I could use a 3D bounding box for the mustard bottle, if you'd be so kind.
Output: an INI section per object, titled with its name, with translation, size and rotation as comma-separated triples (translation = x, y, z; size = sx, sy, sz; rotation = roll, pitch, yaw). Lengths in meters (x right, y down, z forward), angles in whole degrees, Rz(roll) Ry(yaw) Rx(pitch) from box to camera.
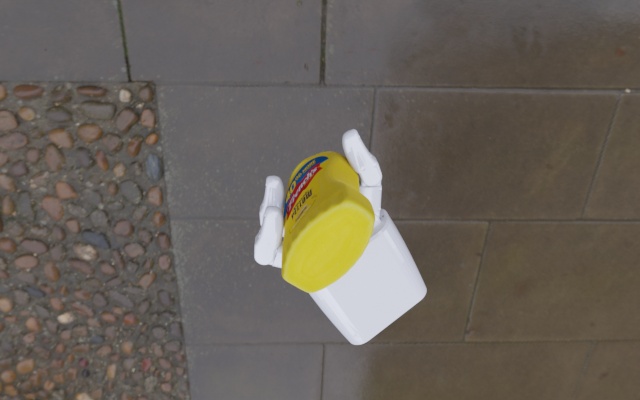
[mustard bottle]
translation = 0.000, 0.001, 0.479
size = 0.058, 0.096, 0.191
rotation = 31, 19, -17
